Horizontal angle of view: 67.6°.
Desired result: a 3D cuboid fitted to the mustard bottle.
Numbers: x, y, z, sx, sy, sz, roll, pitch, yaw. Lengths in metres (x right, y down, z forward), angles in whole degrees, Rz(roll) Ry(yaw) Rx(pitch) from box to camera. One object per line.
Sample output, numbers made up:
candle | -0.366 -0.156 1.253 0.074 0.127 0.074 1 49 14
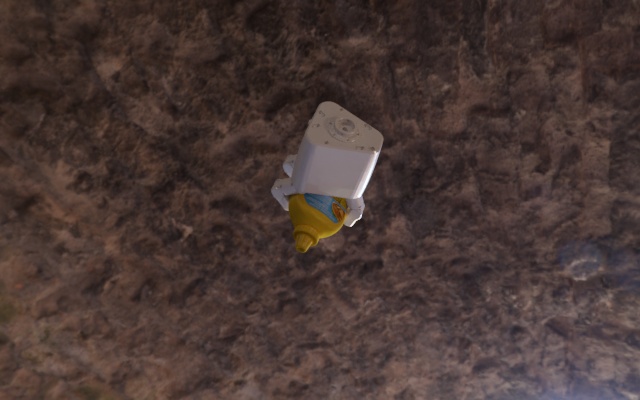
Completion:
mustard bottle | 0.000 0.003 0.775 0.096 0.191 0.058 37 -39 -18
